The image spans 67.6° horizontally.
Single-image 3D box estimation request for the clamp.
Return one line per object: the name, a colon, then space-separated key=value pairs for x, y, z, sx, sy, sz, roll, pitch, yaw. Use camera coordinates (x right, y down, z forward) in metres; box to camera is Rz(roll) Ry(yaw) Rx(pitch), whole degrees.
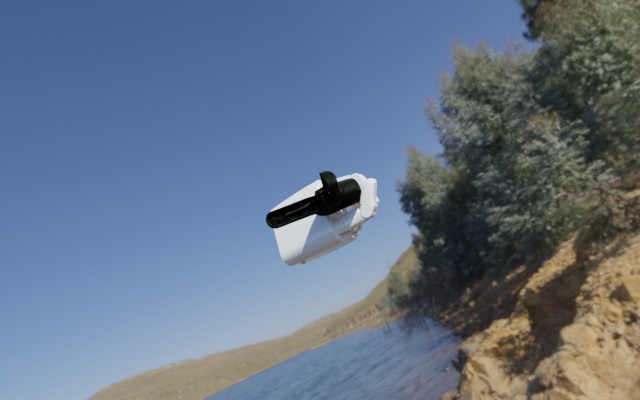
clamp: x=0.000 y=0.002 z=0.685 sx=0.120 sy=0.039 sz=0.171 roll=-28 pitch=-15 yaw=21
